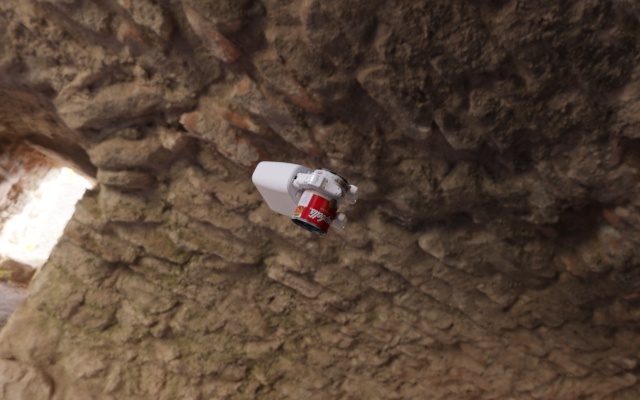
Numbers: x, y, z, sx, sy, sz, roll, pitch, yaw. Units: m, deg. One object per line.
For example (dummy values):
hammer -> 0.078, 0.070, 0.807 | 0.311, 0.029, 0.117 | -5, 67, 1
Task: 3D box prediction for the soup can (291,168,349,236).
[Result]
soup can -> 0.001, 0.003, 0.847 | 0.068, 0.102, 0.068 | 24, -14, 7
